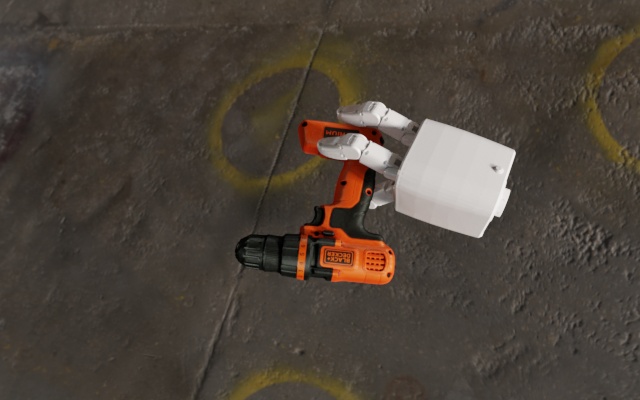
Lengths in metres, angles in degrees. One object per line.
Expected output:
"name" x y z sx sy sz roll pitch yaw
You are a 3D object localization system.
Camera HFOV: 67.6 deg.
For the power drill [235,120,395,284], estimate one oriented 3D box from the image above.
"power drill" 0.000 0.001 0.569 0.184 0.187 0.057 7 -13 -2
